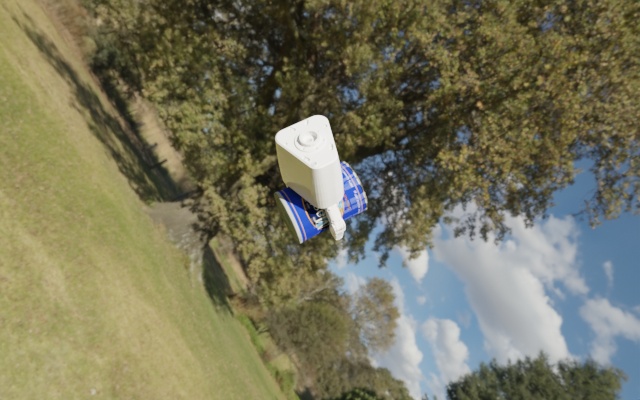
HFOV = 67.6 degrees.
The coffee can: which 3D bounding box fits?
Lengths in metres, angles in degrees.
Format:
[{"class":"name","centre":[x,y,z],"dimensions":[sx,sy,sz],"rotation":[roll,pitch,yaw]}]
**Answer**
[{"class":"coffee can","centre":[0.000,0.003,0.871],"dimensions":[0.140,0.103,0.103],"rotation":[-26,5,-12]}]
